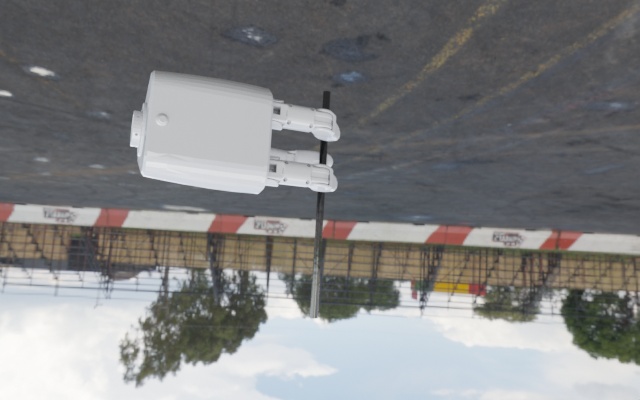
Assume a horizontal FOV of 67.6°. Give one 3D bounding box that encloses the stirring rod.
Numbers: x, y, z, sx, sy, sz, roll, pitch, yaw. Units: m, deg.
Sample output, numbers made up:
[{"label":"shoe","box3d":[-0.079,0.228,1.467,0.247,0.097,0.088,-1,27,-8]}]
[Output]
[{"label":"stirring rod","box3d":[0.000,0.002,0.505,0.011,0.239,0.011,3,-6,0]}]
